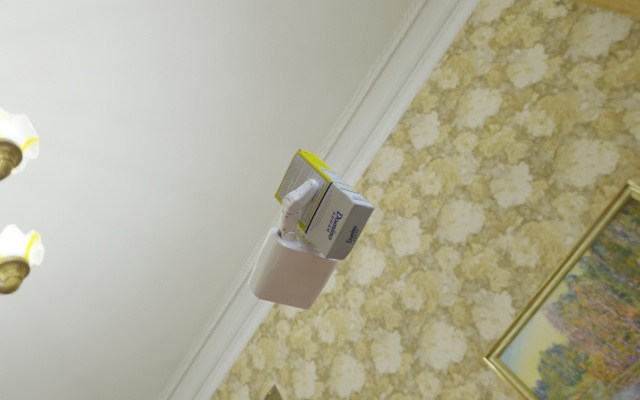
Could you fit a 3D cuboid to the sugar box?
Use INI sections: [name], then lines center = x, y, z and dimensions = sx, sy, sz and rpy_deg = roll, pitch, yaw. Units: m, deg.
[sugar box]
center = 0.000, 0.003, 0.720
dimensions = 0.048, 0.093, 0.176
rpy_deg = 12, 24, -40
